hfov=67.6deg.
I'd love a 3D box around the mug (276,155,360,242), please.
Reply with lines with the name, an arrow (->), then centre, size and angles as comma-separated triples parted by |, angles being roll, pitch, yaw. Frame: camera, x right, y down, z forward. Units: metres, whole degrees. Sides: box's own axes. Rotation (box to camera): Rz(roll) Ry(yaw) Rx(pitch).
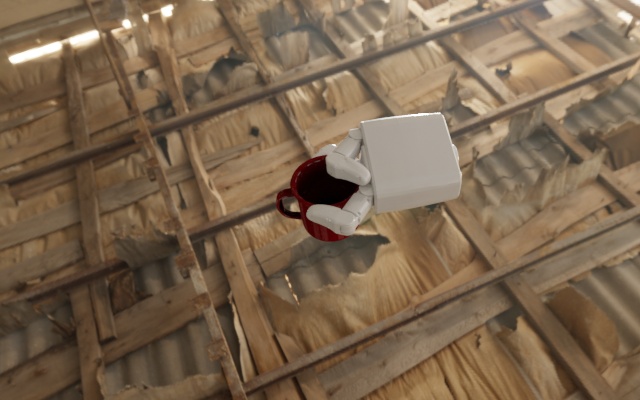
mug -> -0.001, 0.002, 0.631 | 0.117, 0.093, 0.082 | -8, -41, 1
